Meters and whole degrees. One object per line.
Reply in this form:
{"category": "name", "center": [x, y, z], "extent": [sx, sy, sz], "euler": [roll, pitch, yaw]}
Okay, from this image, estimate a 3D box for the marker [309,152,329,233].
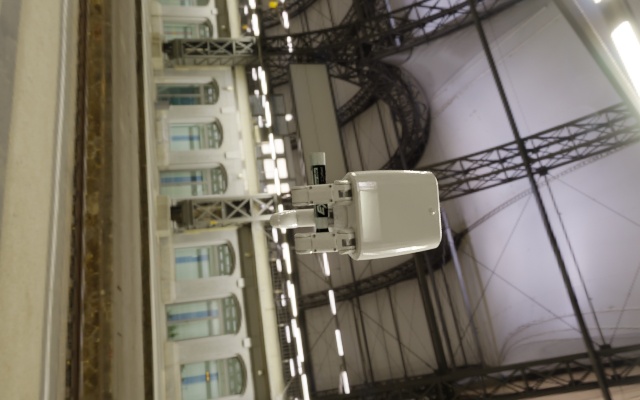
{"category": "marker", "center": [0.000, 0.002, 0.586], "extent": [0.020, 0.121, 0.020], "euler": [-4, 1, 0]}
